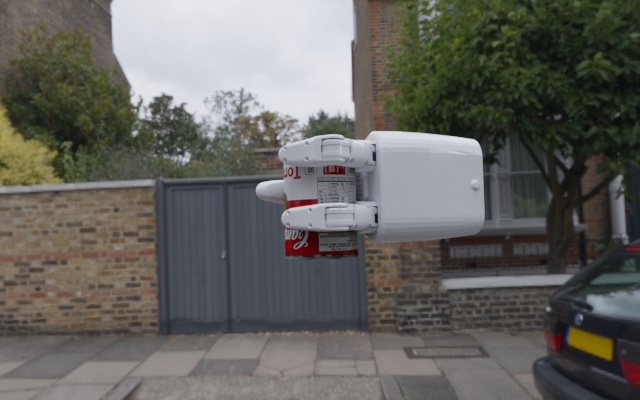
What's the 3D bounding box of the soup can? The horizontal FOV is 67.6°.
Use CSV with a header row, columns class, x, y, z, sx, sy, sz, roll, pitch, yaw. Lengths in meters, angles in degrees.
class,x,y,z,sx,sy,sz,roll,pitch,yaw
soup can,0.000,0.001,0.440,0.068,0.102,0.068,-1,-3,0
